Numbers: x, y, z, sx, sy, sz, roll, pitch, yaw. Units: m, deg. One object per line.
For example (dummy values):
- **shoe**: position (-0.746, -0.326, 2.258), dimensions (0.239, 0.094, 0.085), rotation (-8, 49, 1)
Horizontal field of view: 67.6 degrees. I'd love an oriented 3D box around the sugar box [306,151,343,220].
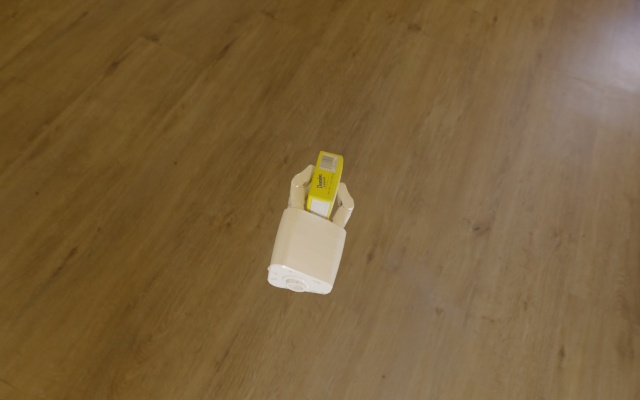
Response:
- **sugar box**: position (0.000, 0.003, 0.837), dimensions (0.048, 0.093, 0.176), rotation (15, -31, -1)
